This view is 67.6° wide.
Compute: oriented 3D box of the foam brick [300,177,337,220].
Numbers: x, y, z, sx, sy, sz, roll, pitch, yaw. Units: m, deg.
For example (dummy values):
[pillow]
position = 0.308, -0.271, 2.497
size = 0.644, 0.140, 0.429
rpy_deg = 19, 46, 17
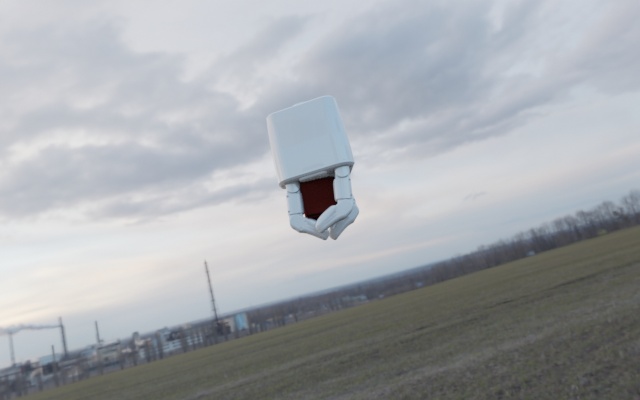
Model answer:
[foam brick]
position = 0.000, 0.002, 0.708
size = 0.053, 0.051, 0.078
rpy_deg = -12, -11, -5
